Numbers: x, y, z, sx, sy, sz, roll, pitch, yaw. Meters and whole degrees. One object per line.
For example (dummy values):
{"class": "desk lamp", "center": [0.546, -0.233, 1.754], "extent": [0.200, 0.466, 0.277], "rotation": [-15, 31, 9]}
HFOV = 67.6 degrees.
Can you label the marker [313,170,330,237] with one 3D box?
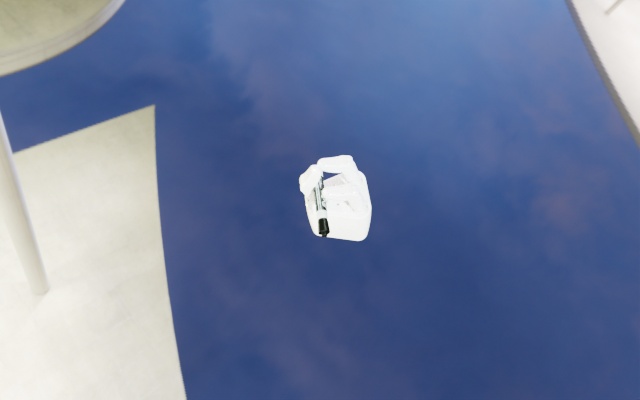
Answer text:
{"class": "marker", "center": [0.000, 0.002, 0.764], "extent": [0.020, 0.121, 0.020], "rotation": [-6, -29, -3]}
